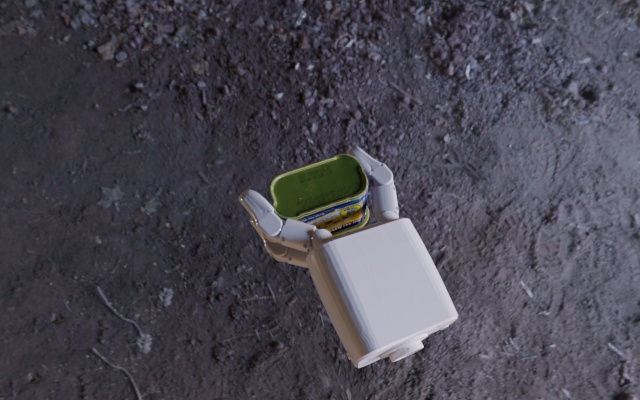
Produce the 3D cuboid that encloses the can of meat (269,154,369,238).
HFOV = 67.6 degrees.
[{"bbox_3d":[0.000,0.001,0.501,0.102,0.057,0.084,-19,-23,-4],"label":"can of meat"}]
